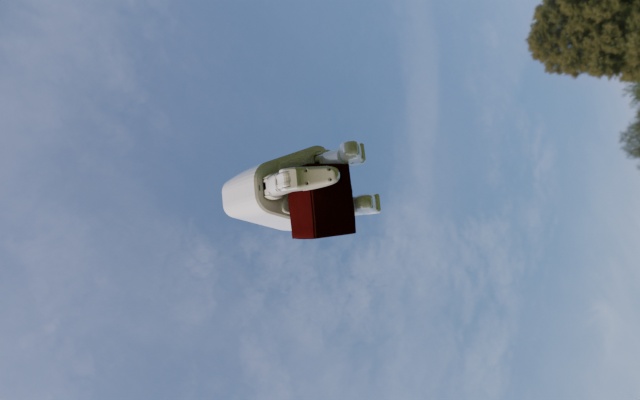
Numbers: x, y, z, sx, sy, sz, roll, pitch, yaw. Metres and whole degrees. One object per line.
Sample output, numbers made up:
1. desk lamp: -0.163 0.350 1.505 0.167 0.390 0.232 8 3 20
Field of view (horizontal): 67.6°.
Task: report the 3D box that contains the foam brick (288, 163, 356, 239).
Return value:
1. foam brick: 0.000 0.002 0.514 0.053 0.078 0.051 -2 -5 -32
